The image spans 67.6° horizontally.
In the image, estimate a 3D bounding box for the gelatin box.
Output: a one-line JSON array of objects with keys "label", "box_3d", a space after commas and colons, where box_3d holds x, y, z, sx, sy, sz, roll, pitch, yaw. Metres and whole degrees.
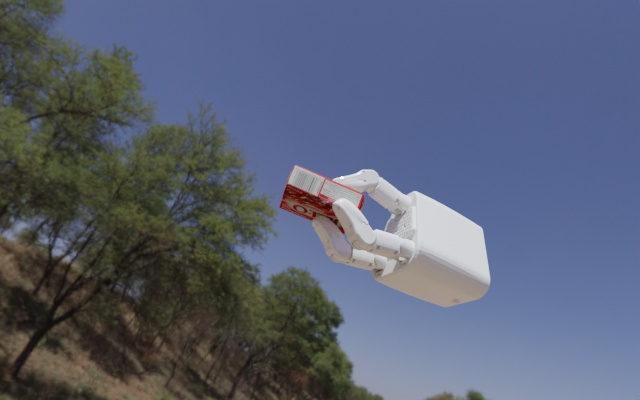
[{"label": "gelatin box", "box_3d": [0.000, 0.001, 0.562, 0.089, 0.030, 0.073, 23, -25, -2]}]
